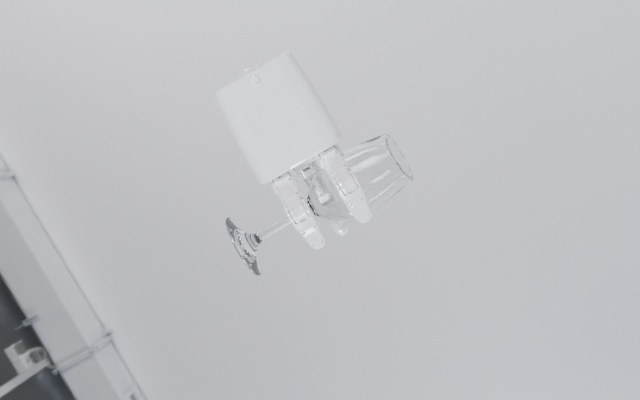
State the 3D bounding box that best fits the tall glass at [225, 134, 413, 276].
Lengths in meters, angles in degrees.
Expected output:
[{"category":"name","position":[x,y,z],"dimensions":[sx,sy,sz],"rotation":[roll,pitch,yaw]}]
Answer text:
[{"category":"tall glass","position":[0.000,0.002,0.529],"dimensions":[0.201,0.079,0.079],"rotation":[-29,-1,1]}]
